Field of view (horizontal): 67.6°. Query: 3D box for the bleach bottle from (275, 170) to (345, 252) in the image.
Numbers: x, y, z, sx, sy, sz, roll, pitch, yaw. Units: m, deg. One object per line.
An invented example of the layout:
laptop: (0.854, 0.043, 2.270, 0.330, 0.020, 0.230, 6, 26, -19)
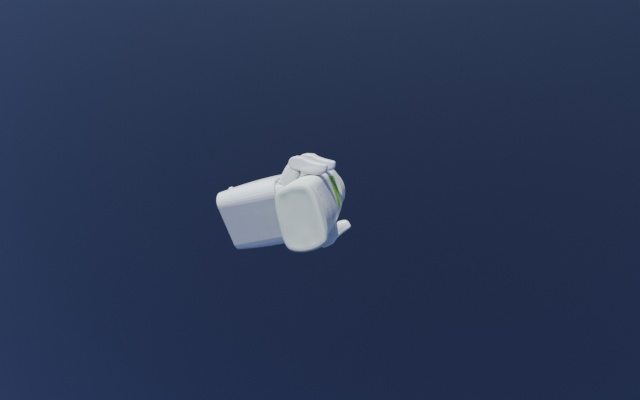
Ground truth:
bleach bottle: (0.000, 0.002, 0.790, 0.068, 0.102, 0.251, -12, 7, 16)
